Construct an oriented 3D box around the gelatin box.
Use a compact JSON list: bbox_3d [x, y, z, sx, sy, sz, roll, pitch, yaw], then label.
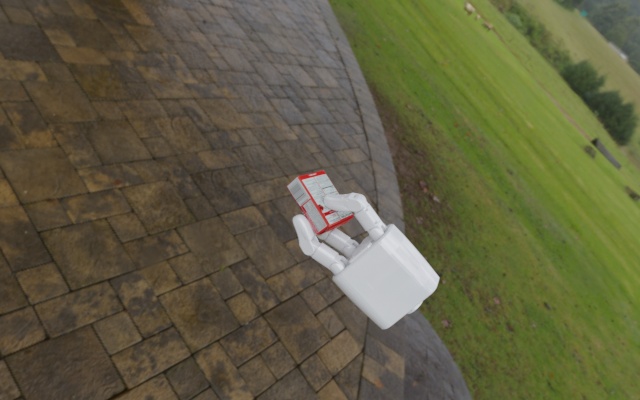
[{"bbox_3d":[0.000,0.002,0.708,0.030,0.089,0.073,-38,-10,32],"label":"gelatin box"}]
